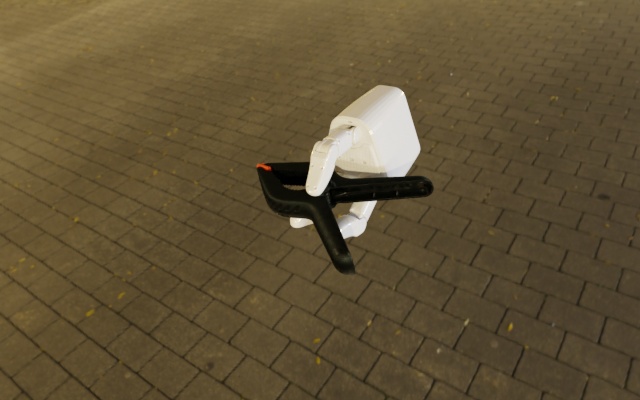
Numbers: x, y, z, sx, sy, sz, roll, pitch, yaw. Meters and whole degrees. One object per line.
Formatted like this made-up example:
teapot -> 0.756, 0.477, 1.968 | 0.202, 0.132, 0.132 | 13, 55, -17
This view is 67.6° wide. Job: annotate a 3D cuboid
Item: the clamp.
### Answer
clamp -> 0.000, 0.001, 0.542 | 0.210, 0.036, 0.164 | 16, 42, 29
